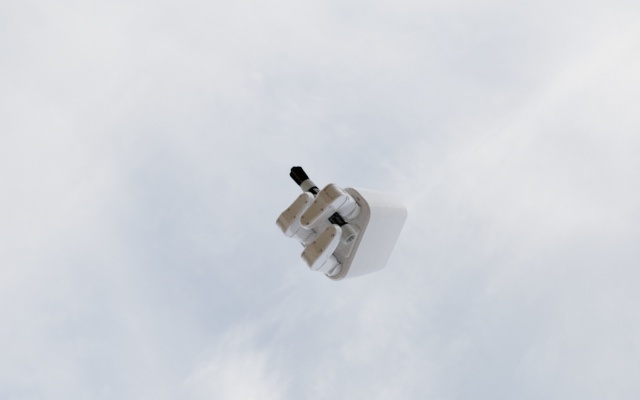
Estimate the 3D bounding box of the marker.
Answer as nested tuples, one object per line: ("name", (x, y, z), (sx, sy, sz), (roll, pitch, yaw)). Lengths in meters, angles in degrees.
("marker", (0.000, 0.002, 0.562), (0.020, 0.020, 0.121), (0, 43, -51))
